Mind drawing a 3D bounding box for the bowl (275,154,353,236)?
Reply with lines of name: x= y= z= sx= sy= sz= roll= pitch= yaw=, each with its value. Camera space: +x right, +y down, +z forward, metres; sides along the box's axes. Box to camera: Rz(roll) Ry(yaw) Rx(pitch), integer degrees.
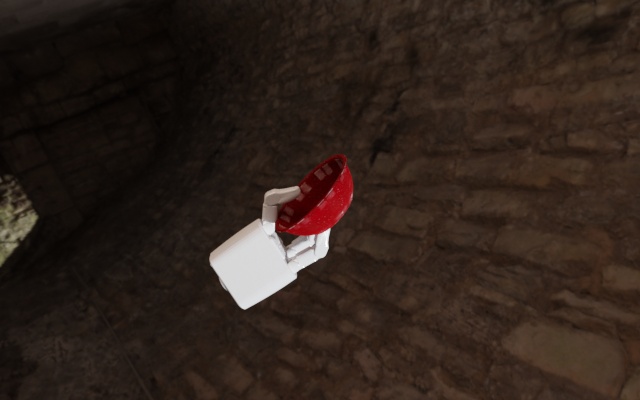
bowl: x=0.001 y=0.002 z=0.767 sx=0.055 sy=0.162 sz=0.162 roll=42 pitch=-15 yaw=-18
